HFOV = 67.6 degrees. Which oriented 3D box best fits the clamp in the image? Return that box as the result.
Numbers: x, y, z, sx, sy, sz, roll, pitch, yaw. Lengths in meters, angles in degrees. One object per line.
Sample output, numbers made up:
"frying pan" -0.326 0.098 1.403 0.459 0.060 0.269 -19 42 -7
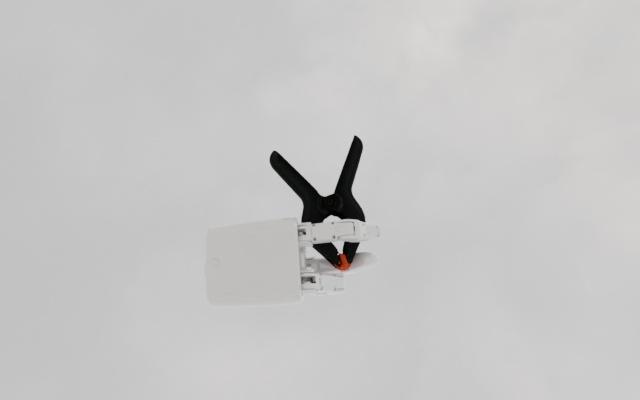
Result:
"clamp" 0.000 0.002 0.592 0.120 0.171 0.039 -5 -17 1
